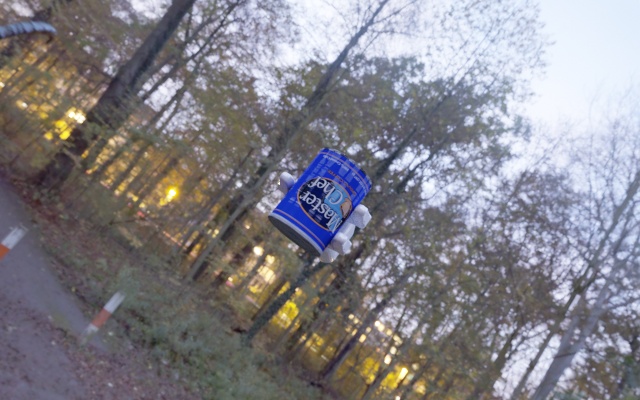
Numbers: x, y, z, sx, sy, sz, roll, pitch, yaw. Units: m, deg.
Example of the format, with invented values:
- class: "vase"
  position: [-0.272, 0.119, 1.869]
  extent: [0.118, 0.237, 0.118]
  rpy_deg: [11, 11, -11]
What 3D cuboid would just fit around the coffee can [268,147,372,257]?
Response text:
- class: "coffee can"
  position: [0.000, 0.002, 0.751]
  extent: [0.103, 0.140, 0.103]
  rpy_deg: [35, -14, 10]
